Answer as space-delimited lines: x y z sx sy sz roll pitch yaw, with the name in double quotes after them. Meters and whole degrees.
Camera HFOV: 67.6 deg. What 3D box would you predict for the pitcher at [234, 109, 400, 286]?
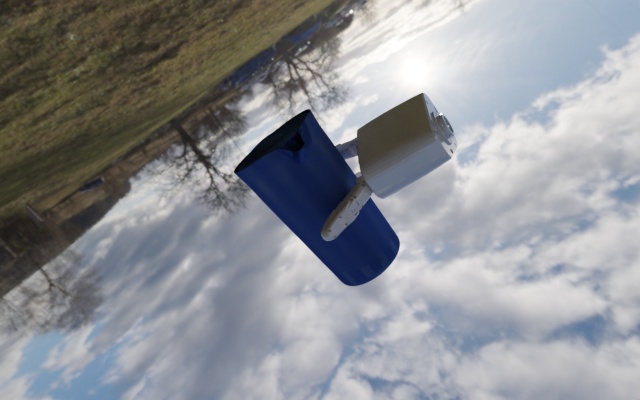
0.000 0.002 0.684 0.145 0.243 0.149 -30 19 27 "pitcher"
